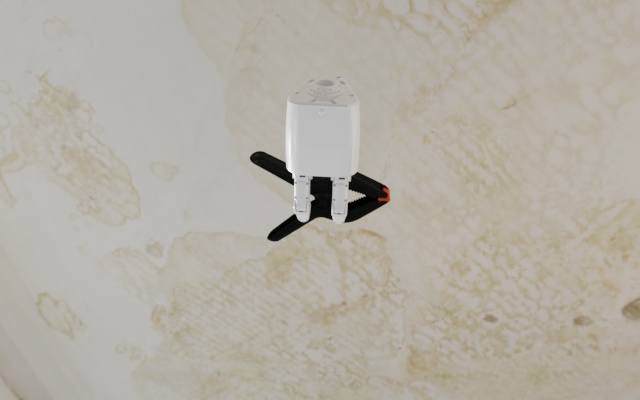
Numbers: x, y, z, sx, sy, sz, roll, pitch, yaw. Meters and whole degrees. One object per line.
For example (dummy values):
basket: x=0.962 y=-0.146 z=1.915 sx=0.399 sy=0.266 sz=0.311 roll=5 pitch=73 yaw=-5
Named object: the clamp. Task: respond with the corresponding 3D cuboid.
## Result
clamp: x=0.001 y=0.002 z=0.738 sx=0.210 sy=0.165 sz=0.036 roll=4 pitch=37 yaw=3
